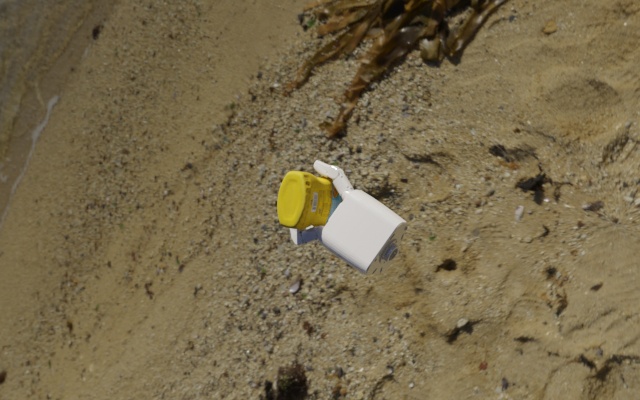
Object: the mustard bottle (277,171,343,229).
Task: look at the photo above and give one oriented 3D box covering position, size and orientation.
[{"bbox_3d":[0.000,0.003,0.866,0.058,0.096,0.191,7,1,32],"label":"mustard bottle"}]
